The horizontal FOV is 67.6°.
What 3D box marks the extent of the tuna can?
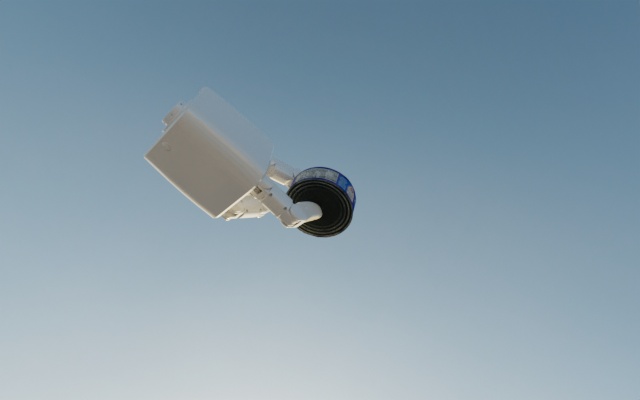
[{"bbox_3d":[0.000,0.002,0.587,0.086,0.086,0.033,0,34,14],"label":"tuna can"}]
